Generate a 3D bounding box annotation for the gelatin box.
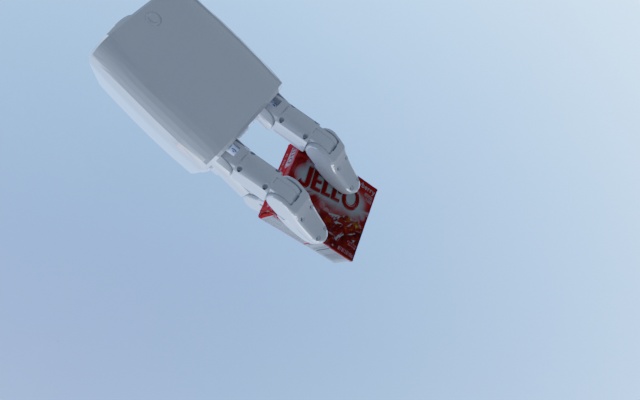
[{"bbox_3d":[0.000,0.002,0.406,0.089,0.073,0.030,34,-26,-26],"label":"gelatin box"}]
